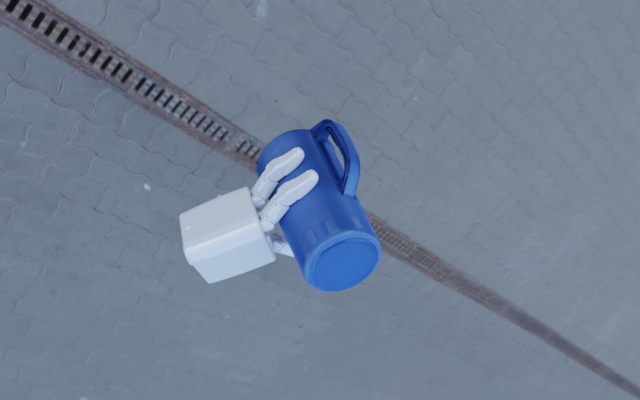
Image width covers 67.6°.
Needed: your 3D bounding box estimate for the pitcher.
[{"bbox_3d":[0.000,0.002,0.690,0.145,0.149,0.242,-20,42,-6],"label":"pitcher"}]
